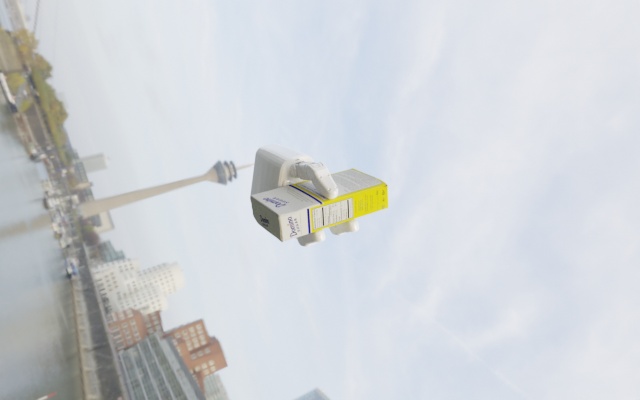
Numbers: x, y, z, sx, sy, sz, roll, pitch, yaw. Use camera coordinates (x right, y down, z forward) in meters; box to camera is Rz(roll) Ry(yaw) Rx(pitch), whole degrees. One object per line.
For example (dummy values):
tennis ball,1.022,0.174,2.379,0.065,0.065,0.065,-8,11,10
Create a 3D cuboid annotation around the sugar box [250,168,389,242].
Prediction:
sugar box,0.000,0.003,0.677,0.176,0.048,0.093,-18,26,-26
